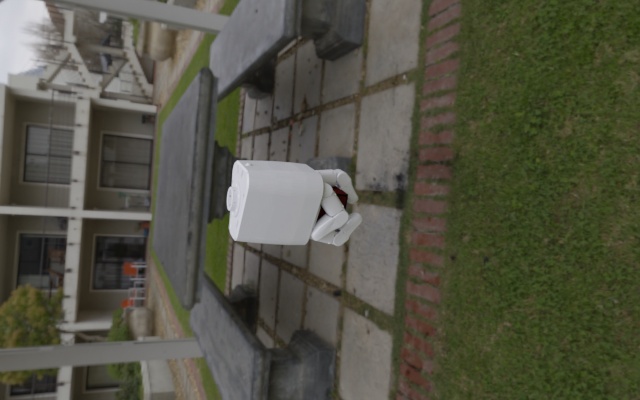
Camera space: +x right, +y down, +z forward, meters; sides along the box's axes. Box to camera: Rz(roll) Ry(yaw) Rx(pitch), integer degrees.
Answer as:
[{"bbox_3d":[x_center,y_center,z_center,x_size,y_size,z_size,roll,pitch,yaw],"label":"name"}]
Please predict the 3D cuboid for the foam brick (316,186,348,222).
[{"bbox_3d":[0.000,0.002,0.723,0.051,0.053,0.078,3,16,-23],"label":"foam brick"}]
